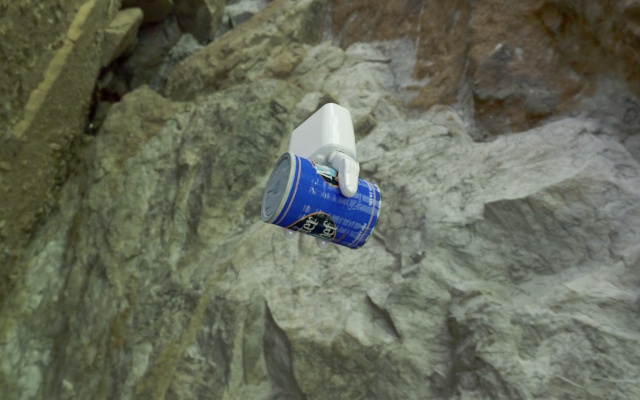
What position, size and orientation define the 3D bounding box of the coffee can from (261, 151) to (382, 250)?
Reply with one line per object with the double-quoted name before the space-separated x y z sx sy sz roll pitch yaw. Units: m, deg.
"coffee can" 0.000 0.002 0.676 0.140 0.103 0.103 19 -7 -20
